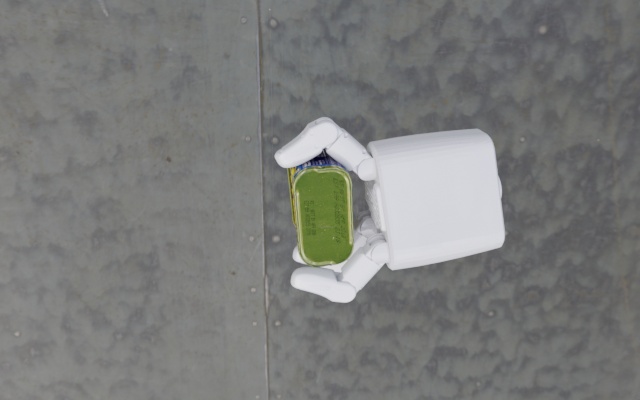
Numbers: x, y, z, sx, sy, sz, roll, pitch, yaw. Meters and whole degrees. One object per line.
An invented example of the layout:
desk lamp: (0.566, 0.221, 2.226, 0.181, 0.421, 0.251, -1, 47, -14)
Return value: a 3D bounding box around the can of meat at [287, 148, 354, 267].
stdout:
can of meat: (0.000, 0.002, 0.458, 0.057, 0.102, 0.084, -6, 22, -4)
